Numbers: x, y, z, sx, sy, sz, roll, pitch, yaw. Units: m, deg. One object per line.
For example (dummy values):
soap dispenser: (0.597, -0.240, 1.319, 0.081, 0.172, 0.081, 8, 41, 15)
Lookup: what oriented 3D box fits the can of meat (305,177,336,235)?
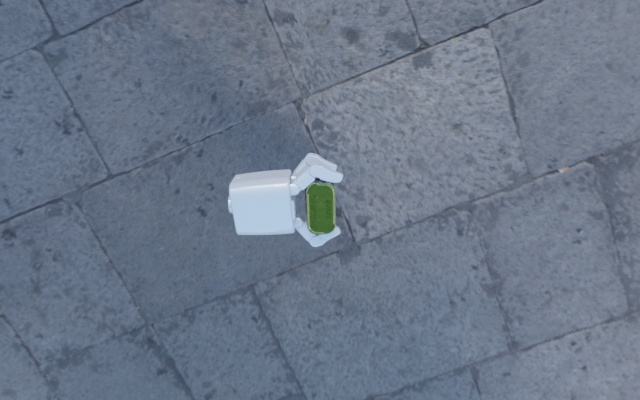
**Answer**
can of meat: (0.000, 0.003, 0.871, 0.057, 0.102, 0.084, -2, 18, -1)
